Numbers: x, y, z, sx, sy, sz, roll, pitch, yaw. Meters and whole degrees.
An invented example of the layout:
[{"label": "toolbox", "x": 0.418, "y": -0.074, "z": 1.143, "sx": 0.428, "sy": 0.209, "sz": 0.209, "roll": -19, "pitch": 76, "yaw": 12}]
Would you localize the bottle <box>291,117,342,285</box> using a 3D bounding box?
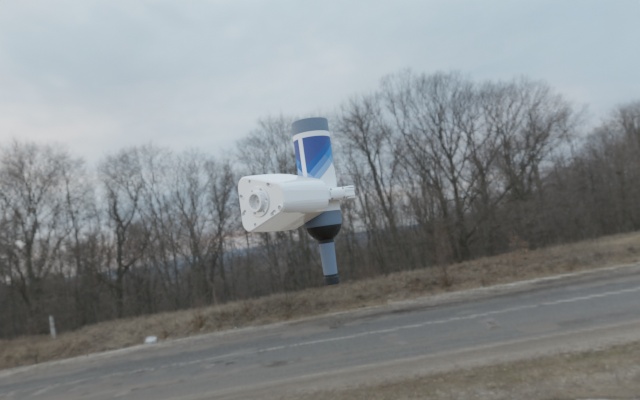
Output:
[{"label": "bottle", "x": 0.000, "y": 0.003, "z": 0.857, "sx": 0.069, "sy": 0.295, "sz": 0.069, "roll": -8, "pitch": -4, "yaw": 0}]
